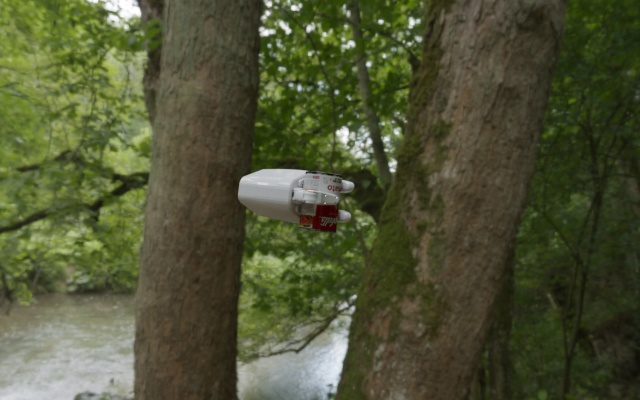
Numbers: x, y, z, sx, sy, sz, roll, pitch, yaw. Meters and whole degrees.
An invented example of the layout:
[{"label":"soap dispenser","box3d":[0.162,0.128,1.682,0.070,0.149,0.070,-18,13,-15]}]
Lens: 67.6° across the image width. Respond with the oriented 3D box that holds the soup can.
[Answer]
[{"label":"soup can","box3d":[0.001,0.003,0.846,0.068,0.102,0.068,7,-1,0]}]
